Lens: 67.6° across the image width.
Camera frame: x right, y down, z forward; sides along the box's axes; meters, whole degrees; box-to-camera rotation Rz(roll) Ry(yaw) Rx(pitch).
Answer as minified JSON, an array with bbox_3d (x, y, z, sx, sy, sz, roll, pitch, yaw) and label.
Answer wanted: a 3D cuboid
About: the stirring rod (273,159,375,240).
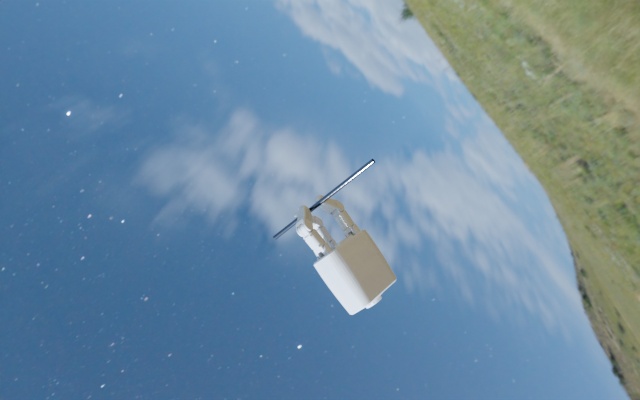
[{"bbox_3d":[0.000,0.003,0.806,0.239,0.011,0.011,-38,-21,29],"label":"stirring rod"}]
